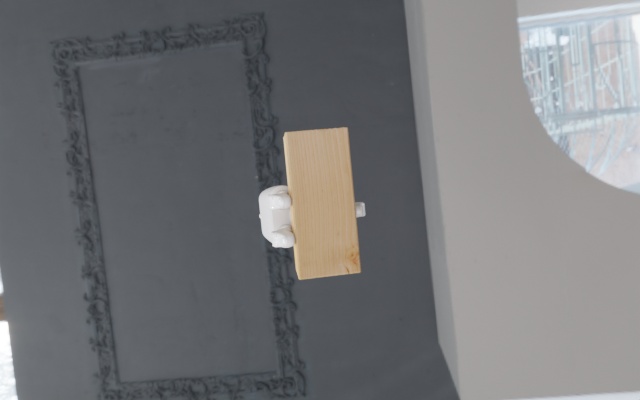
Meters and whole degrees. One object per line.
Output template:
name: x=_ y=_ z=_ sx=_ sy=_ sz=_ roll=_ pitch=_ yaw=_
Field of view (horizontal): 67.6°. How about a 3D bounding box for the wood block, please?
wood block: x=0.000 y=0.002 z=0.706 sx=0.091 sy=0.206 sz=0.090 roll=-6 pitch=3 yaw=-6
